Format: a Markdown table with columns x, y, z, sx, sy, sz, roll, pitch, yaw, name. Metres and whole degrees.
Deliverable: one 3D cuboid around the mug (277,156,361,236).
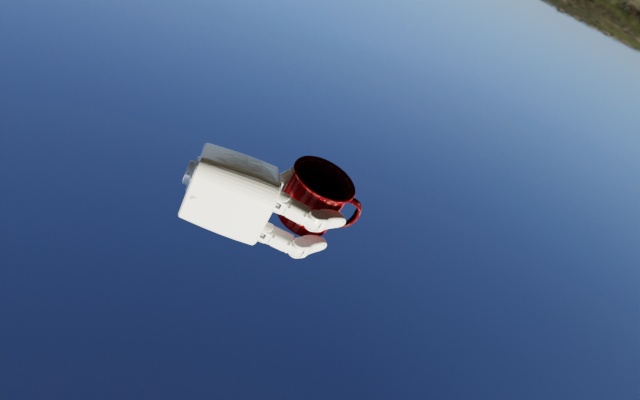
| x | y | z | sx | sy | sz | roll | pitch | yaw | name |
| --- | --- | --- | --- | --- | --- | --- | --- | --- | --- |
| 0.001 | 0.003 | 0.672 | 0.117 | 0.081 | 0.093 | 22 | 35 | -14 | mug |
